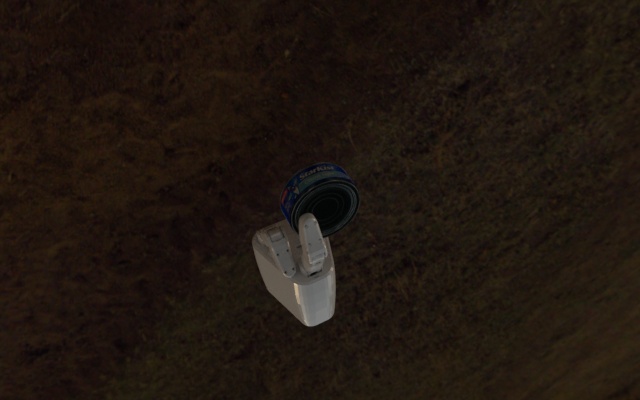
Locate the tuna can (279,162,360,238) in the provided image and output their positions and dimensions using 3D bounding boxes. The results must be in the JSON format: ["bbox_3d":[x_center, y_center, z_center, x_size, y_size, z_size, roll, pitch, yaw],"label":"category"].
[{"bbox_3d":[0.000,0.002,0.529,0.086,0.086,0.033,0,37,-29],"label":"tuna can"}]
